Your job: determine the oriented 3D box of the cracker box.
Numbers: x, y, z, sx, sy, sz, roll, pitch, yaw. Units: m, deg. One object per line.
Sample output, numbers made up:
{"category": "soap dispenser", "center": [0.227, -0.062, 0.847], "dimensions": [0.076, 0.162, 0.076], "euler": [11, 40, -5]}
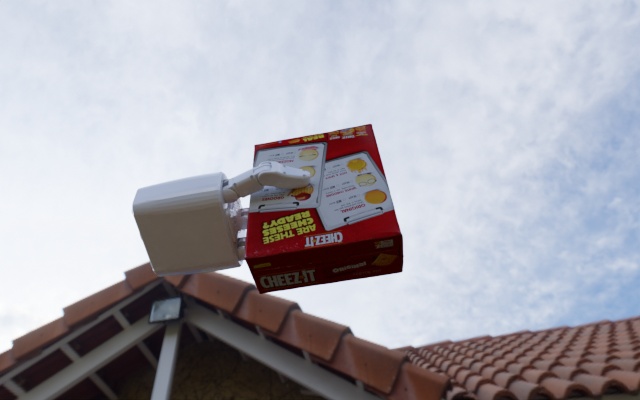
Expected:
{"category": "cracker box", "center": [0.000, 0.002, 0.580], "dimensions": [0.164, 0.072, 0.213], "euler": [-10, 41, 3]}
